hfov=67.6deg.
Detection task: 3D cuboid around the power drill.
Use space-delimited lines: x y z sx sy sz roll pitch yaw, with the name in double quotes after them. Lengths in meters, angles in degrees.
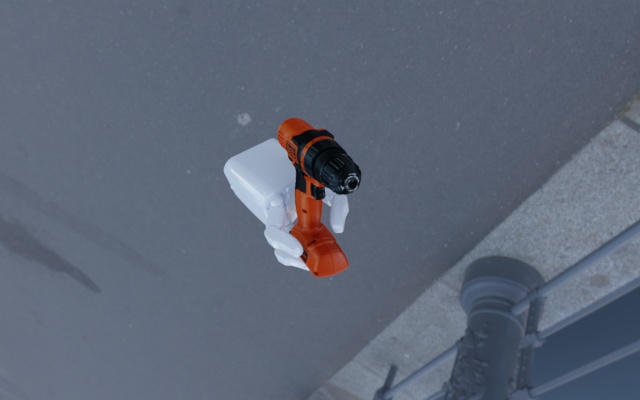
0.000 0.002 0.614 0.057 0.188 0.184 -13 31 -19 "power drill"
